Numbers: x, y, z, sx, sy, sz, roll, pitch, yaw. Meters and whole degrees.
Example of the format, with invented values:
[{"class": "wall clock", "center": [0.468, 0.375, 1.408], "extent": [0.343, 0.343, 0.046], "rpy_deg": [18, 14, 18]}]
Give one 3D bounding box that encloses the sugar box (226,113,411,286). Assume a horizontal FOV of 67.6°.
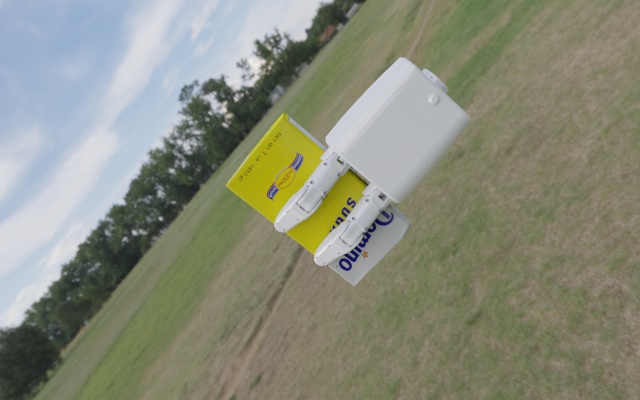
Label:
[{"class": "sugar box", "center": [0.000, 0.002, 0.500], "extent": [0.176, 0.093, 0.048], "rpy_deg": [39, 12, -11]}]
